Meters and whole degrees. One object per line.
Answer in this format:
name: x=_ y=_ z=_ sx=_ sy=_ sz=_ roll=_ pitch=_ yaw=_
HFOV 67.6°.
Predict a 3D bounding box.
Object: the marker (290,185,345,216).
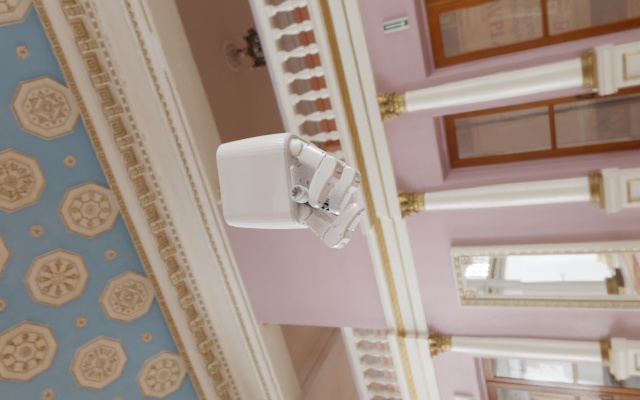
marker: x=0.000 y=0.002 z=0.587 sx=0.020 sy=0.020 sz=0.121 roll=0 pitch=-10 yaw=27
